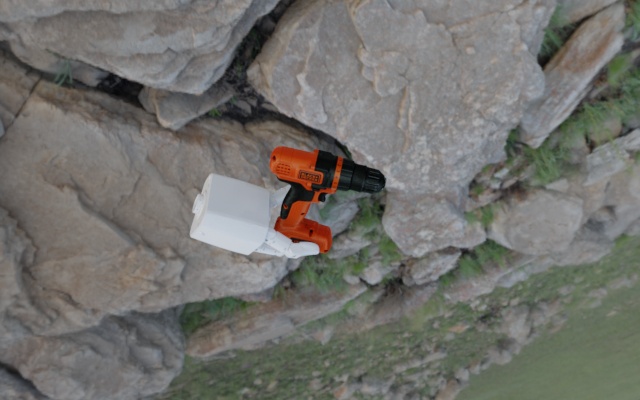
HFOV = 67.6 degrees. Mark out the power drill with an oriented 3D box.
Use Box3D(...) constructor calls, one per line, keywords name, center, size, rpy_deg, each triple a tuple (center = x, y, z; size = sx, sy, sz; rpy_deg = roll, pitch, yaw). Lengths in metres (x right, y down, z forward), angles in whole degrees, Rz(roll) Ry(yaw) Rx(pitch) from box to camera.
Box3D(name="power drill", center=(0.000, 0.003, 0.792), size=(0.184, 0.188, 0.057), rpy_deg=(14, 40, 0))
